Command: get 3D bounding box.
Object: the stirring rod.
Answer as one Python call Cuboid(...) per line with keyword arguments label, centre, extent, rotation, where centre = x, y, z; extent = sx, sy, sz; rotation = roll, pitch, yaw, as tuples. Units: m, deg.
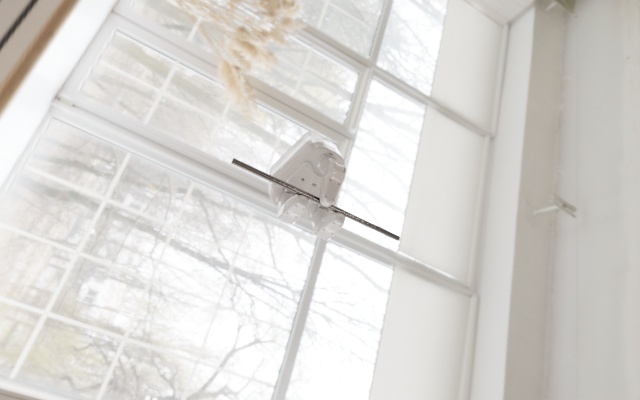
Cuboid(label="stirring rod", centre=(0.000, 0.002, 0.598), extent=(0.239, 0.011, 0.011), rotation=(25, -8, -18))
